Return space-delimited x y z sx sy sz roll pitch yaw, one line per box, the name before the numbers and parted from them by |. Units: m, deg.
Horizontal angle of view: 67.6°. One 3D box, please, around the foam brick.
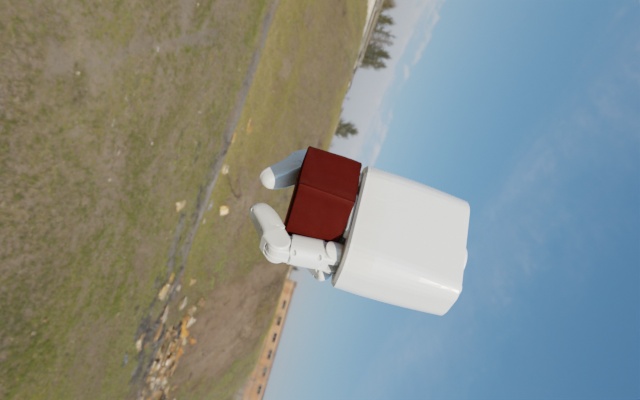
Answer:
foam brick | 0.000 0.001 0.425 0.051 0.078 0.053 17 44 -2
